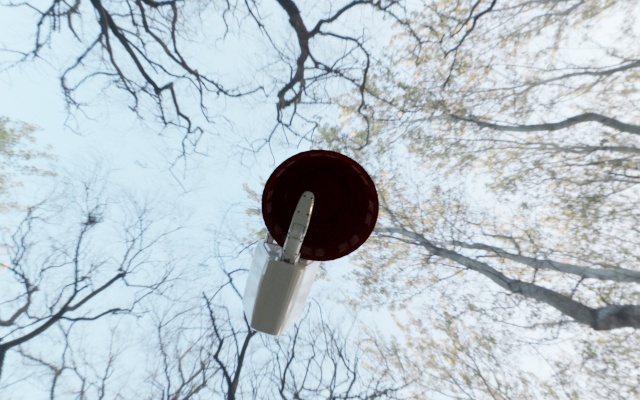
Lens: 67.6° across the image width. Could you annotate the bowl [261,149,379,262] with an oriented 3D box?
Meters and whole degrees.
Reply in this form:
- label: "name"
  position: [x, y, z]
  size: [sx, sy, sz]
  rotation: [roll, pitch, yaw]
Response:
- label: "bowl"
  position: [0.001, 0.001, 0.676]
  size: [0.162, 0.162, 0.055]
  rotation: [0, 17, 3]
